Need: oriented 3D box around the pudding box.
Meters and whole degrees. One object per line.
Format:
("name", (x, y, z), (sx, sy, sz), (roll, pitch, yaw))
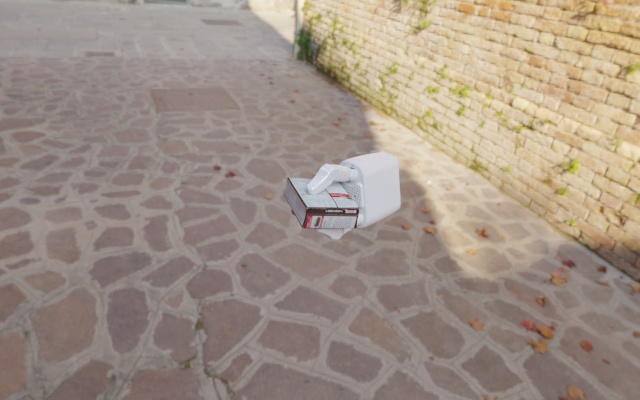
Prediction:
("pudding box", (0.000, 0.002, 0.754), (0.090, 0.039, 0.113), (1, 25, -21))
